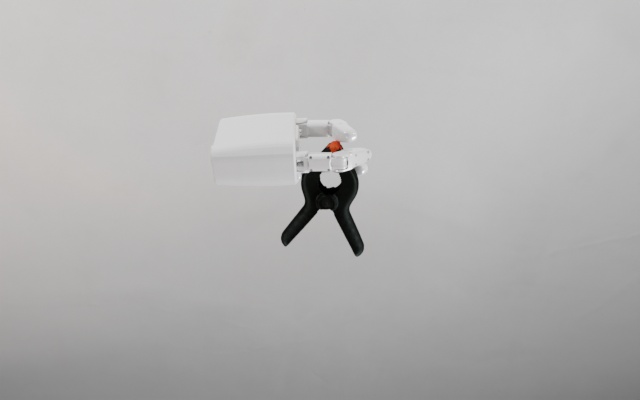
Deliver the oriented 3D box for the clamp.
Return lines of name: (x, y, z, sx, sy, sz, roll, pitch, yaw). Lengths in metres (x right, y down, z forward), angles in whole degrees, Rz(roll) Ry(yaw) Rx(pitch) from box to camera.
clamp: (0.000, 0.002, 0.665, 0.120, 0.171, 0.039, -2, 22, 0)
